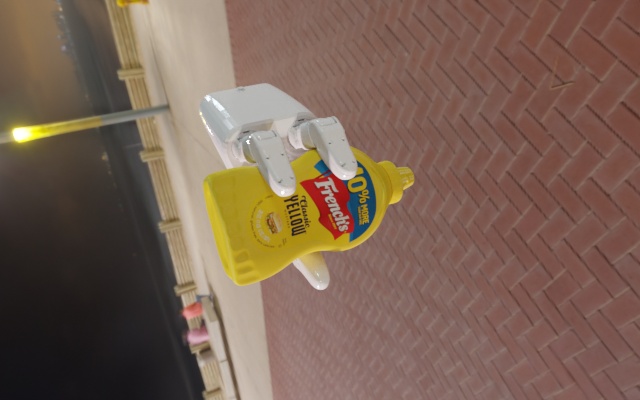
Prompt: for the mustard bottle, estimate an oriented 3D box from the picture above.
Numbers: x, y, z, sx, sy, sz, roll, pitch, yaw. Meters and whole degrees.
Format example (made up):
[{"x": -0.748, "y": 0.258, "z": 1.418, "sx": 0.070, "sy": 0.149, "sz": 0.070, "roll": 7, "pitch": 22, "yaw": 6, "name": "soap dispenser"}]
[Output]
[{"x": 0.000, "y": 0.002, "z": 0.427, "sx": 0.191, "sy": 0.096, "sz": 0.058, "roll": -16, "pitch": 11, "yaw": -21, "name": "mustard bottle"}]
